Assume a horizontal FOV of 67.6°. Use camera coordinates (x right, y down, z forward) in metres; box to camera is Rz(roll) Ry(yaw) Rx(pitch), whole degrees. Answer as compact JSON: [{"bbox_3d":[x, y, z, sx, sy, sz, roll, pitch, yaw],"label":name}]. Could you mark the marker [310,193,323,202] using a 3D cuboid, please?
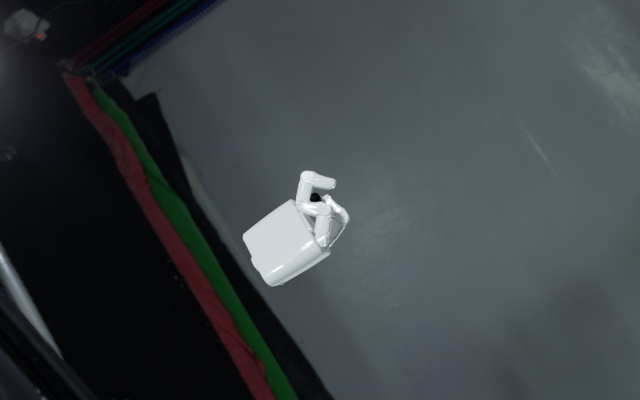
[{"bbox_3d":[0.000,0.003,0.851,0.020,0.020,0.121,0,-7,10],"label":"marker"}]
